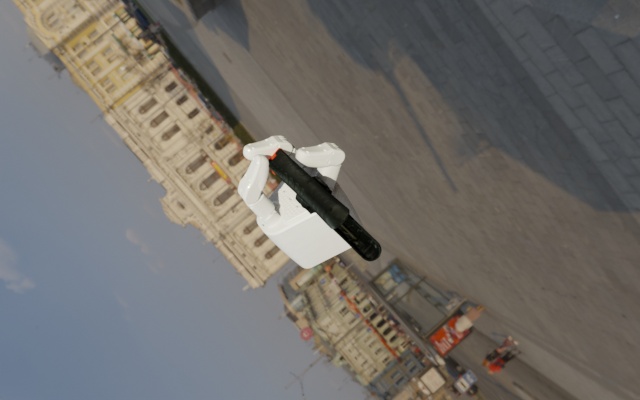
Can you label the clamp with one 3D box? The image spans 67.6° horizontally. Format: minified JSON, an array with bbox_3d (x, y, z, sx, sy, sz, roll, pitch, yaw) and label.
[{"bbox_3d":[-0.001,0.002,0.532,0.171,0.039,0.120,46,-5,43],"label":"clamp"}]
